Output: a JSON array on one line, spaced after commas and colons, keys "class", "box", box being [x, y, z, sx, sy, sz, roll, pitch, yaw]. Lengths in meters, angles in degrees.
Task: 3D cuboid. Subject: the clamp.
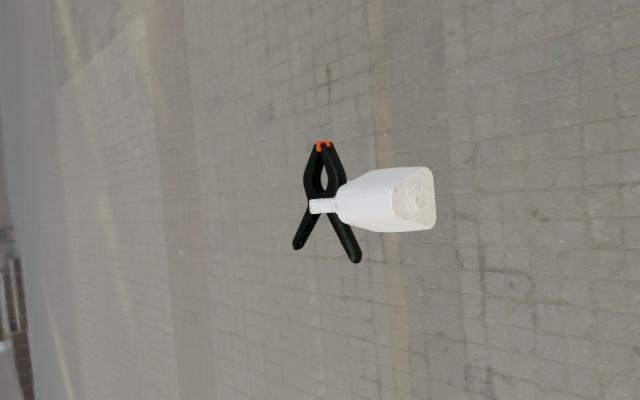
[{"class": "clamp", "box": [0.000, 0.002, 0.834, 0.036, 0.210, 0.164, -7, 2, -44]}]
